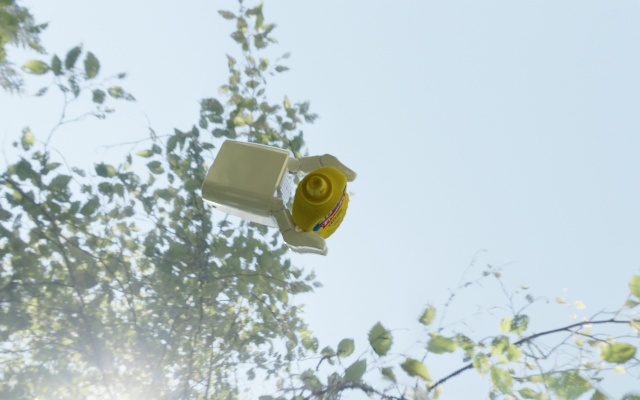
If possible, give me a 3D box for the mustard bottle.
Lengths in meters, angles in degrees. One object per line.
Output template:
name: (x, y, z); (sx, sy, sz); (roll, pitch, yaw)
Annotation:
mustard bottle: (0.000, 0.002, 0.676); (0.058, 0.096, 0.192); (37, -9, 13)
